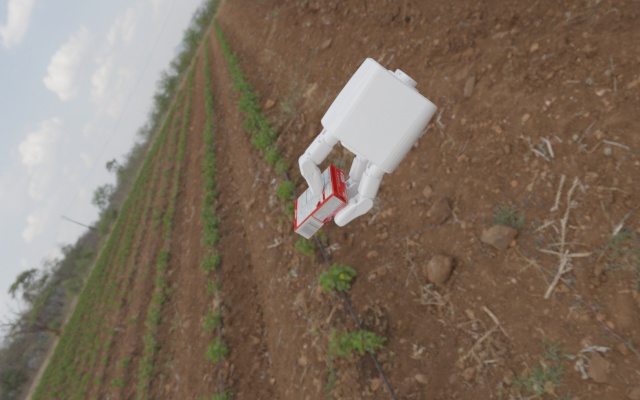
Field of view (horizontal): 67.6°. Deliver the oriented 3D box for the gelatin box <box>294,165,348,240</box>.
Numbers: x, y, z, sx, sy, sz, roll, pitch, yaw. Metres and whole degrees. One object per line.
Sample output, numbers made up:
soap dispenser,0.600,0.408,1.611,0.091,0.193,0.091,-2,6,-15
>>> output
gelatin box,0.000,0.002,0.691,0.030,0.089,0.073,34,28,-24
